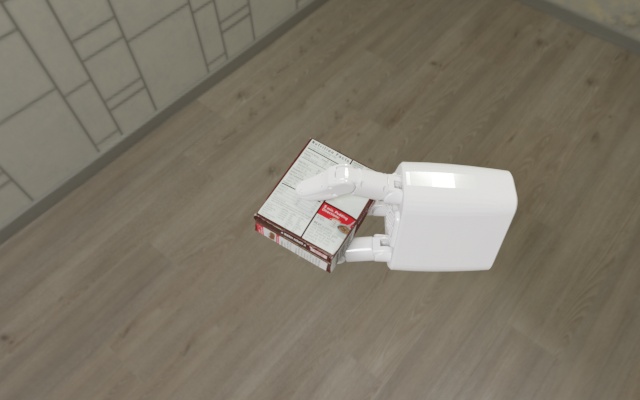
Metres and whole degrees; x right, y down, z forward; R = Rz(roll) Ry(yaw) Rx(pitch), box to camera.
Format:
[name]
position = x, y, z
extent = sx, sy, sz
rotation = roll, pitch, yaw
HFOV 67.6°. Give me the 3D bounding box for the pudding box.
[pudding box]
position = 0.000, 0.002, 0.480
extent = 0.090, 0.113, 0.039
rotation = 28, -30, 11
